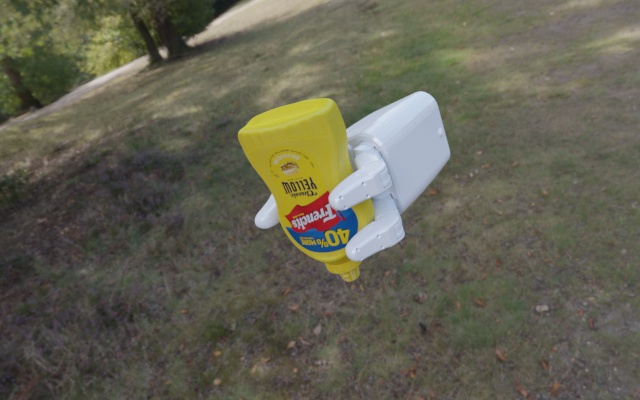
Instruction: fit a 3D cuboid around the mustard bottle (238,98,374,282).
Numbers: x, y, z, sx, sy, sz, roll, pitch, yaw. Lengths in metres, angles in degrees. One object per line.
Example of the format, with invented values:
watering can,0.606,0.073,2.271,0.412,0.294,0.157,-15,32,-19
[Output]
mustard bottle,0.000,0.002,0.467,0.096,0.192,0.058,-9,30,26
